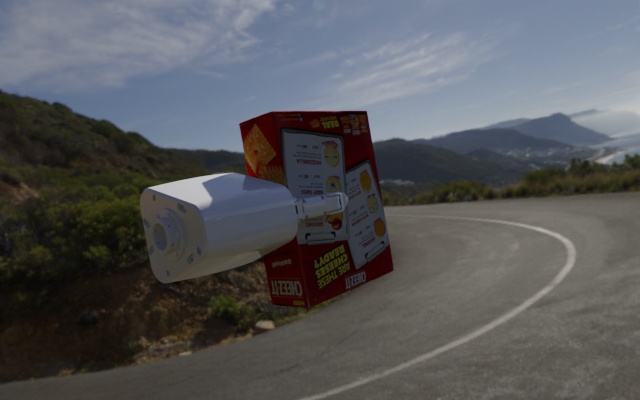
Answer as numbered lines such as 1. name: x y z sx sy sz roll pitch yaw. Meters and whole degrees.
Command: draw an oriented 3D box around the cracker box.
1. cracker box: 0.000 0.002 0.581 0.072 0.213 0.164 -7 3 44
